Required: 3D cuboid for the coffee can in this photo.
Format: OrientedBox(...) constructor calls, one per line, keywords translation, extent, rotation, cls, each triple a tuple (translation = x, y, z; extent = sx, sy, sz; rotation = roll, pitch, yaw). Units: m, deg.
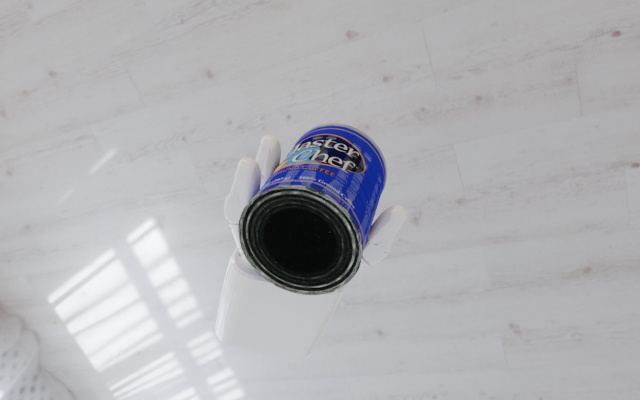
OrientedBox(translation=(0.000, 0.001, 0.434), extent=(0.103, 0.103, 0.140), rotation=(0, 28, 17), cls="coffee can")
